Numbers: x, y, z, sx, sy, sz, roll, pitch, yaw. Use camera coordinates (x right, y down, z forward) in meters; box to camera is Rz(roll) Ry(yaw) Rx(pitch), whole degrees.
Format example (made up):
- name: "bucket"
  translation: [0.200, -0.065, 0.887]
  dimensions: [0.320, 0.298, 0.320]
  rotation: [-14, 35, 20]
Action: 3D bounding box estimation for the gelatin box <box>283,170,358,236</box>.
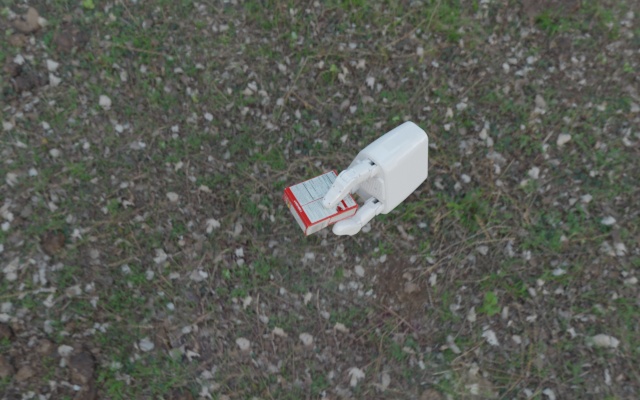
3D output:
- name: "gelatin box"
  translation: [0.000, 0.002, 0.708]
  dimensions: [0.089, 0.073, 0.030]
  rotation: [-22, -27, -23]
